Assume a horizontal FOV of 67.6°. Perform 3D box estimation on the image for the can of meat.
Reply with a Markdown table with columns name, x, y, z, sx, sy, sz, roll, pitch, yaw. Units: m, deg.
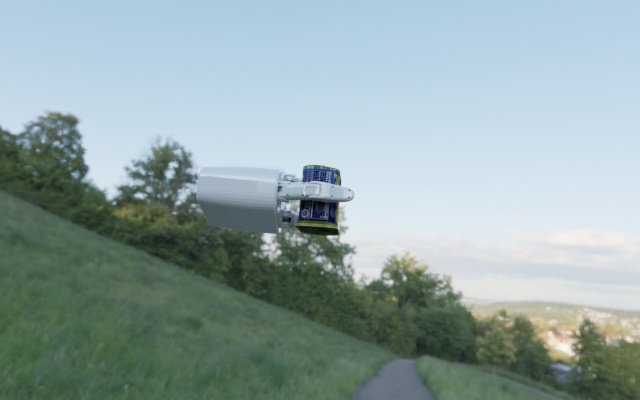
| name | x | y | z | sx | sy | sz | roll | pitch | yaw |
| --- | --- | --- | --- | --- | --- | --- | --- | --- | --- |
| can of meat | 0.000 | 0.002 | 0.673 | 0.057 | 0.084 | 0.102 | 4 | -10 | 4 |
